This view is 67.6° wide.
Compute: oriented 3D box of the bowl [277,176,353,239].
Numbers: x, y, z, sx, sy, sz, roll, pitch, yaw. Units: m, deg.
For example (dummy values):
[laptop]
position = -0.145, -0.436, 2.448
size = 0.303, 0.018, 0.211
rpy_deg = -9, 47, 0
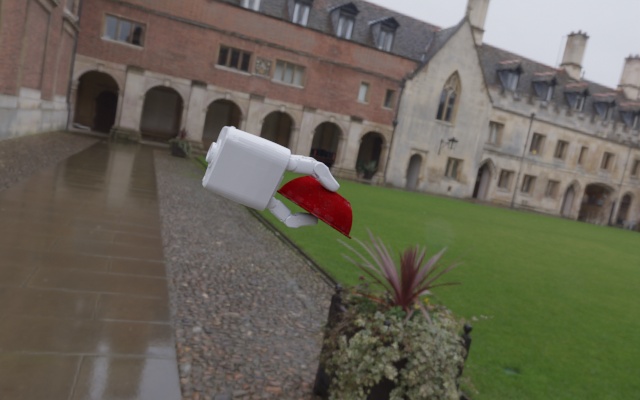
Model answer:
[bowl]
position = 0.001, 0.003, 0.848
size = 0.162, 0.055, 0.162
rpy_deg = 33, -2, 1
